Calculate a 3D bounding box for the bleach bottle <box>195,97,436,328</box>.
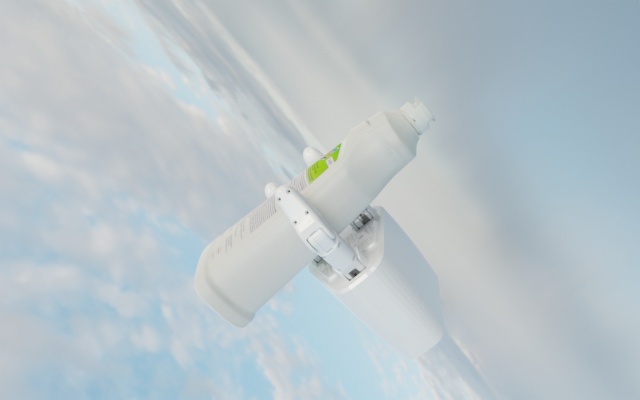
[{"bbox_3d":[0.000,0.001,0.436,0.251,0.068,0.102,-40,20,9],"label":"bleach bottle"}]
